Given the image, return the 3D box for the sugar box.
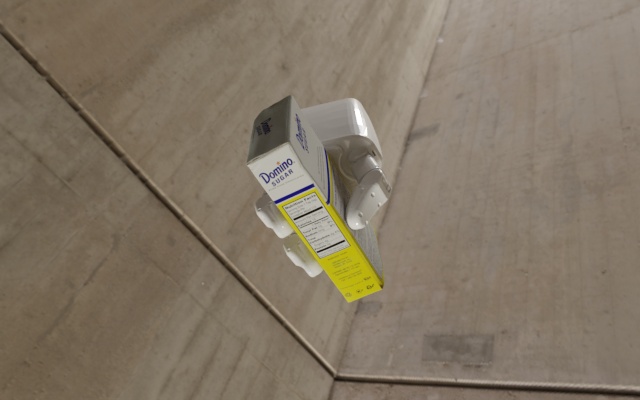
[{"bbox_3d":[0.000,0.002,0.435,0.048,0.176,0.093,-27,31,16],"label":"sugar box"}]
